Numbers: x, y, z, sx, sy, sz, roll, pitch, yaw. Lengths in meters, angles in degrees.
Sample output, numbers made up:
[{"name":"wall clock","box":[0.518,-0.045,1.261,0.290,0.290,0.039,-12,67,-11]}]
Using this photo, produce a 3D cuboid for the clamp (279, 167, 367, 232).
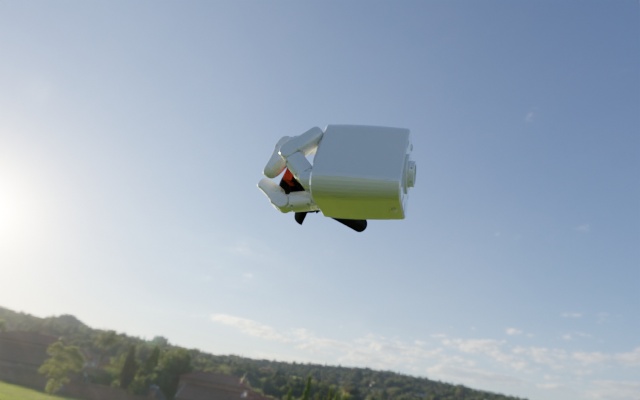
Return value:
[{"name":"clamp","box":[0.000,0.002,0.681,0.120,0.039,0.171,4,-23,16]}]
